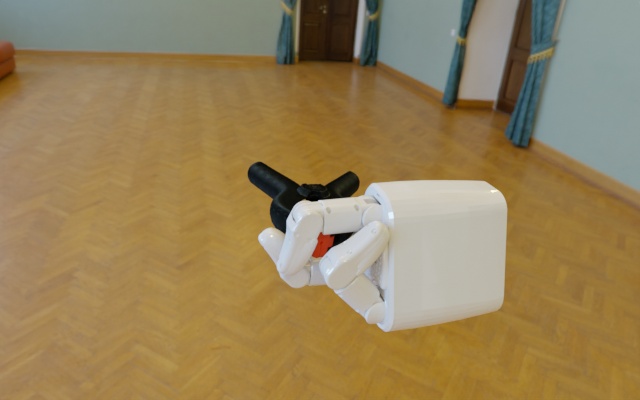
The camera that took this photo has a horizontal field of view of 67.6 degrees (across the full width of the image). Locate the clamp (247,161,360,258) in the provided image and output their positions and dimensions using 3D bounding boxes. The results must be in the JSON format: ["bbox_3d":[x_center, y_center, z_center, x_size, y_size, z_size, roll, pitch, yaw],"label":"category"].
[{"bbox_3d":[0.000,0.001,0.457,0.120,0.039,0.171,-4,27,-15],"label":"clamp"}]
